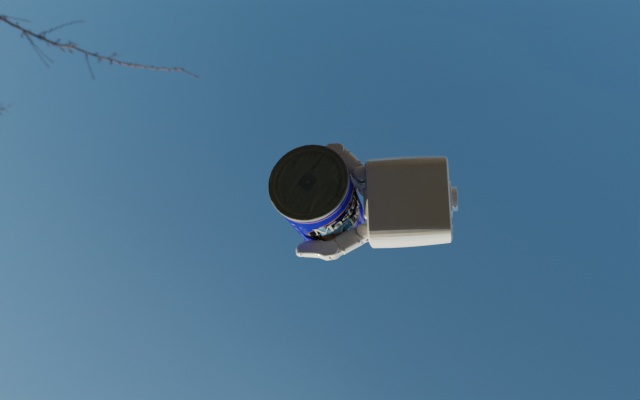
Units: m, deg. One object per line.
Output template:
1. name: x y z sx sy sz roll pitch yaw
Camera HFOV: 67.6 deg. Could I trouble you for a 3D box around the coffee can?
1. coffee can: 0.000 0.002 0.647 0.103 0.102 0.140 0 -22 14
